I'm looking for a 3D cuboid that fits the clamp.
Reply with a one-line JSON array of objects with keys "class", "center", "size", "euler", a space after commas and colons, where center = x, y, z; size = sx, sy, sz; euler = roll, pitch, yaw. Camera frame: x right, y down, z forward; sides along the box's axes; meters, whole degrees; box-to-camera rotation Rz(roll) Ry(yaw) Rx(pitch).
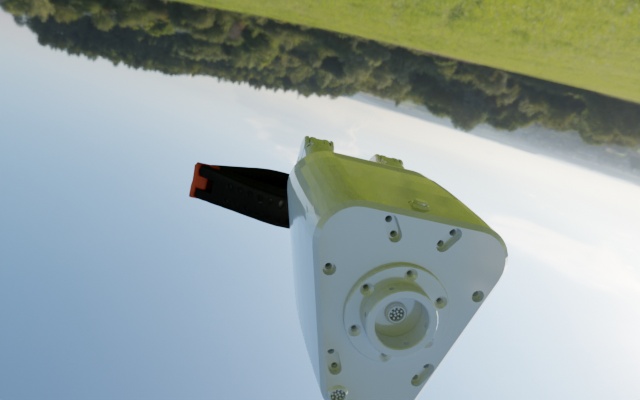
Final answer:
[{"class": "clamp", "center": [-0.001, 0.002, 0.403], "size": [0.210, 0.036, 0.164], "euler": [13, 13, -11]}]
